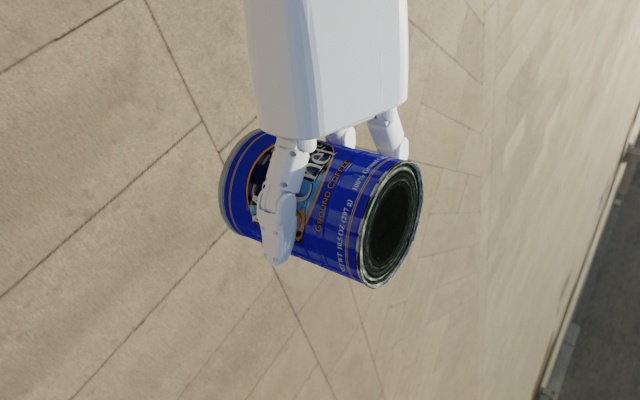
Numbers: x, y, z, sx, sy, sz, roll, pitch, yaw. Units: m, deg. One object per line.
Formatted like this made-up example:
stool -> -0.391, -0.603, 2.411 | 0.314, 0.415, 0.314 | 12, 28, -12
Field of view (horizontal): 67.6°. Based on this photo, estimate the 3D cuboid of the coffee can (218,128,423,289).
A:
coffee can -> 0.000, 0.001, 0.402 | 0.140, 0.103, 0.103 | 18, 9, 32
